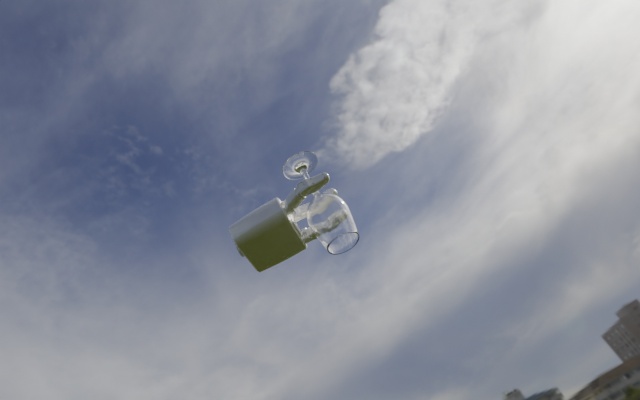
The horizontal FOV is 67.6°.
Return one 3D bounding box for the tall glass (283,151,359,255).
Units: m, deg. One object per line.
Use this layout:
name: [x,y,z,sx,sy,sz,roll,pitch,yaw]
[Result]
tall glass: [0.000,0.002,0.877,0.079,0.201,0.079,-19,-36,-15]
